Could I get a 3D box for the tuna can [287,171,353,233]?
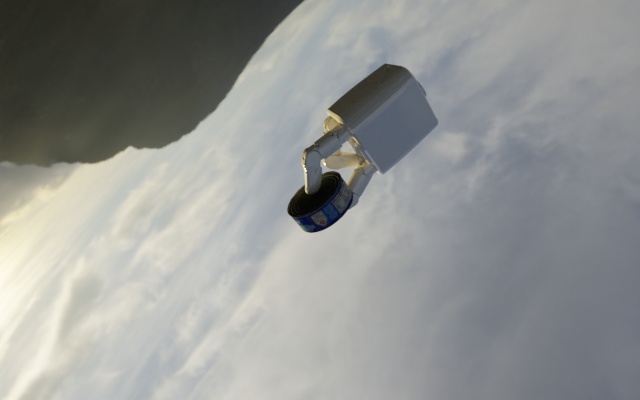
[{"bbox_3d":[0.000,0.003,0.632,0.086,0.034,0.086,-30,27,17],"label":"tuna can"}]
